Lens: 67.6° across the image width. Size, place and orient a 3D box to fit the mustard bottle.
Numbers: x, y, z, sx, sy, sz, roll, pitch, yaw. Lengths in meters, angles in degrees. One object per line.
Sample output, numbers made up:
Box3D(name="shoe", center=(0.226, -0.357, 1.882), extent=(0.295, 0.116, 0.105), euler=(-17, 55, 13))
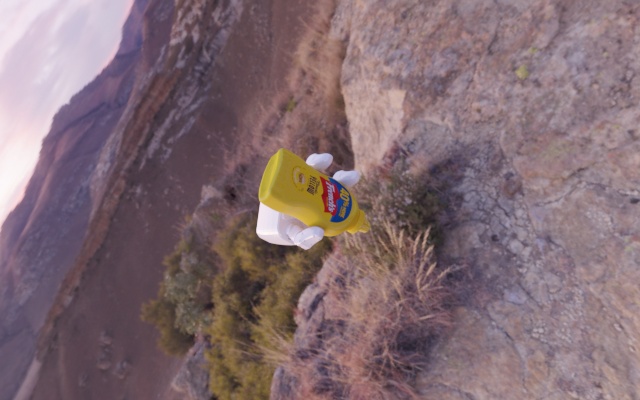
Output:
Box3D(name="mustard bottle", center=(0.000, 0.002, 0.749), extent=(0.192, 0.096, 0.058), euler=(30, -42, -24))
